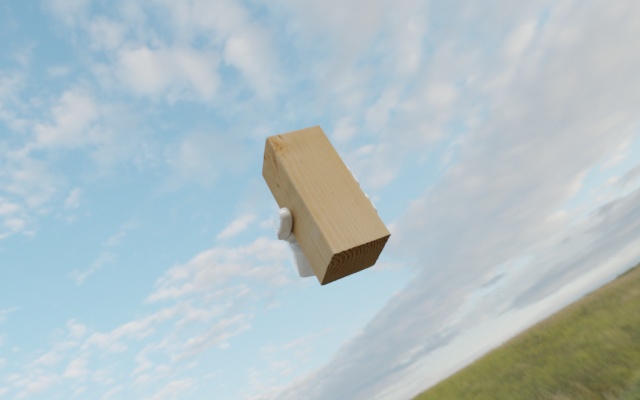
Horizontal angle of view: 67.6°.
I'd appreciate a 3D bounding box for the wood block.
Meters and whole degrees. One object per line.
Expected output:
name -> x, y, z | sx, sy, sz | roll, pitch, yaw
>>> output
wood block -> 0.000, 0.002, 0.681 | 0.091, 0.206, 0.090 | -18, -31, -24
